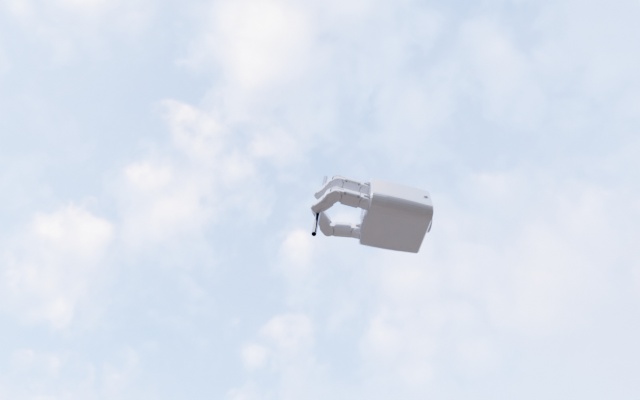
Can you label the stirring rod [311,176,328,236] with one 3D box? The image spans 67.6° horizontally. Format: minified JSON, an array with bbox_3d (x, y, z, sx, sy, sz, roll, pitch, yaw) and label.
[{"bbox_3d":[0.000,0.003,0.840,0.011,0.011,0.239,0,24,5],"label":"stirring rod"}]
